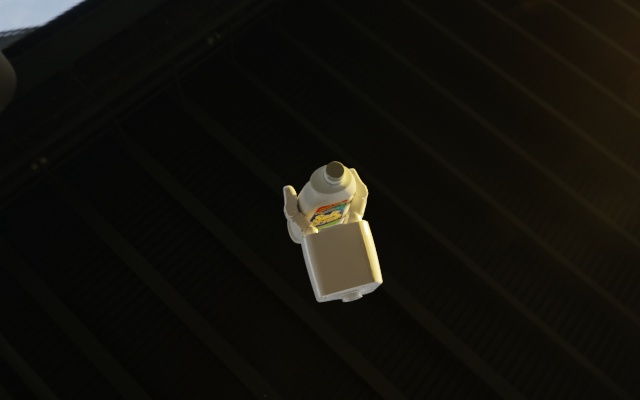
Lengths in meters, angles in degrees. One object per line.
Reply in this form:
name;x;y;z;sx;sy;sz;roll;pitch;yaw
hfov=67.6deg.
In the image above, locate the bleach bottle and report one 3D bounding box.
bleach bottle;0.000;0.003;0.822;0.102;0.068;0.251;-10;-20;-10
